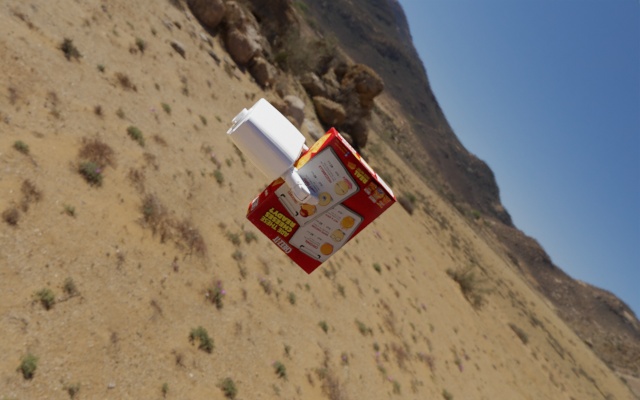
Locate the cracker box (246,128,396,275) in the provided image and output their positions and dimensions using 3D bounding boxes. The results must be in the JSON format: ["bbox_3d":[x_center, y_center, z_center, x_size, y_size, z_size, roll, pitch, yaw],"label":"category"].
[{"bbox_3d":[0.000,0.003,0.857,0.214,0.164,0.072,-41,18,12],"label":"cracker box"}]
